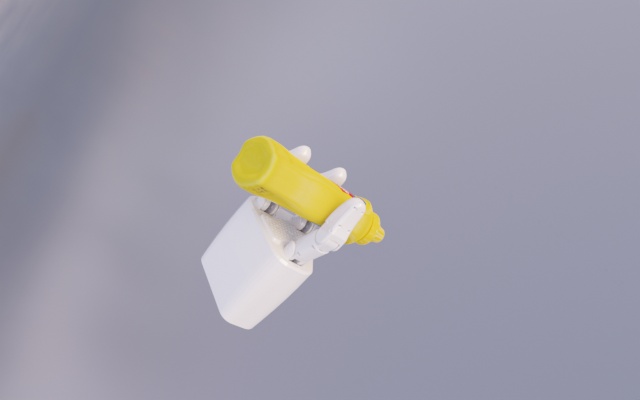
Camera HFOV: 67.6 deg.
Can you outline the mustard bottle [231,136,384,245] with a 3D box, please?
[{"bbox_3d":[0.000,0.001,0.522,0.192,0.058,0.096,31,-2,-31],"label":"mustard bottle"}]
